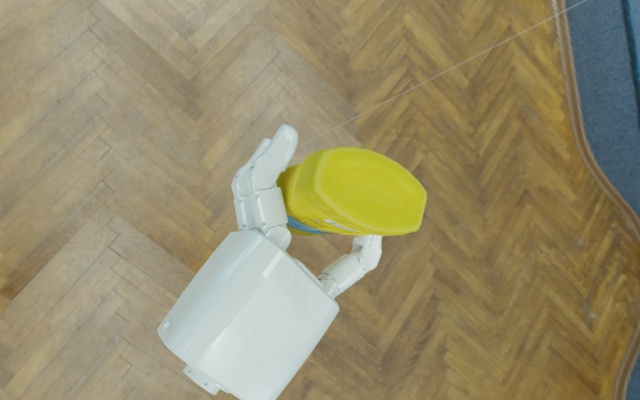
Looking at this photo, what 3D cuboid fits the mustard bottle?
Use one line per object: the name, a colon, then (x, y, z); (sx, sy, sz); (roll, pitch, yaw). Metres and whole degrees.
mustard bottle: (0.000, 0.001, 0.424); (0.096, 0.058, 0.191); (19, -12, -22)
